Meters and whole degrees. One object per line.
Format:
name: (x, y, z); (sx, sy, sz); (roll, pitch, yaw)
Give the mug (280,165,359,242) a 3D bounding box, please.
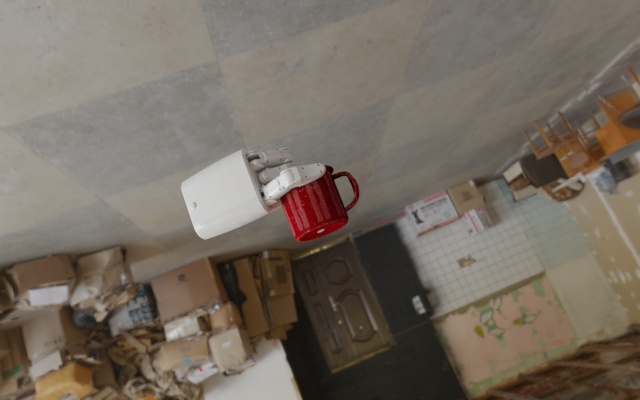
mug: (0.002, 0.002, 0.675); (0.117, 0.081, 0.093); (-24, -14, 10)
